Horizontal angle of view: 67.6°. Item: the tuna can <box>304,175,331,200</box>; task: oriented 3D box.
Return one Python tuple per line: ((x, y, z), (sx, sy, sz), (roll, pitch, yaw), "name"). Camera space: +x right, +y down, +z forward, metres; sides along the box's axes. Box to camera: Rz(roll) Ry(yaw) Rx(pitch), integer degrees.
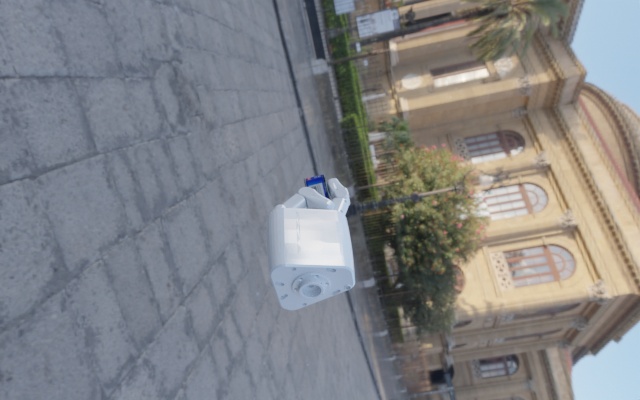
((0.001, 0.002, 0.762), (0.034, 0.086, 0.086), (-14, -1, 2), "tuna can")
